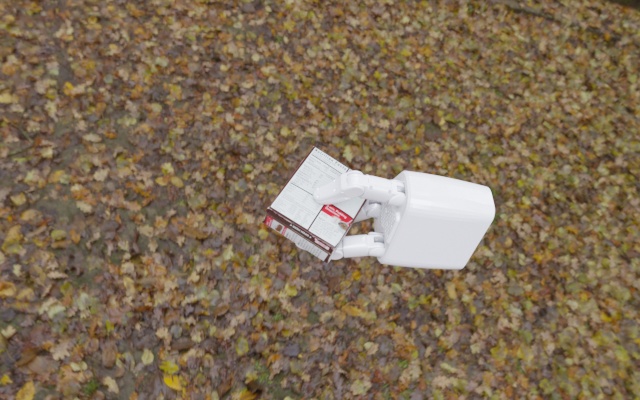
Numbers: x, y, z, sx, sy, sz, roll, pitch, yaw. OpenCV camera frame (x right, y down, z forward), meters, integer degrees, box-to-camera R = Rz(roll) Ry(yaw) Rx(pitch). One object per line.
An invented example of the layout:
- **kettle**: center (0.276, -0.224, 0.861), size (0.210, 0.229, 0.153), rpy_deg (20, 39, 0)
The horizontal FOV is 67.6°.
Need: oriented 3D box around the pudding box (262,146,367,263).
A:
- **pudding box**: center (0.000, 0.002, 0.555), size (0.090, 0.113, 0.039), rpy_deg (32, -36, 4)
